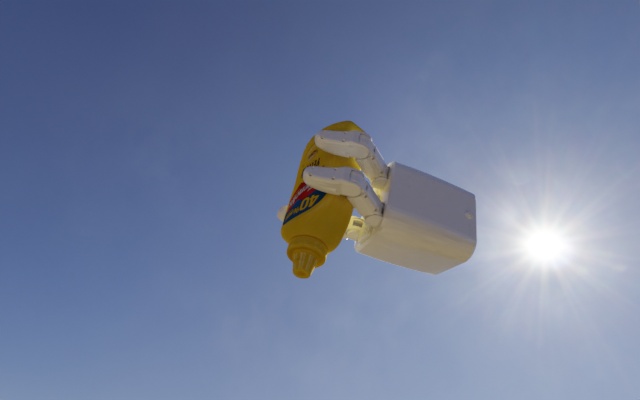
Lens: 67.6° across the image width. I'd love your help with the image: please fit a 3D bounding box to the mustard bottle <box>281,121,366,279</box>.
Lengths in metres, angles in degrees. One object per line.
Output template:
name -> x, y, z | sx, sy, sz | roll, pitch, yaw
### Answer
mustard bottle -> 0.000, 0.001, 0.529 | 0.058, 0.191, 0.096 | 36, -44, -25
